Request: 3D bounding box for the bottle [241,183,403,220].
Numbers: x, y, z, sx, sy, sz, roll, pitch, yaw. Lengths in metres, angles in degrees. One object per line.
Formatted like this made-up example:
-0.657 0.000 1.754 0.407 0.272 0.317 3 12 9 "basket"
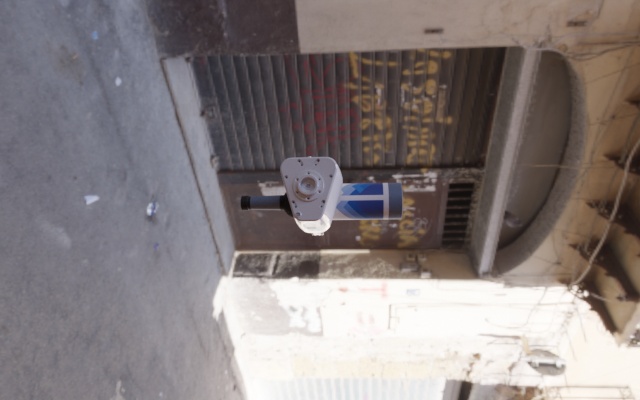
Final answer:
0.000 0.003 0.881 0.296 0.069 0.069 -1 0 5 "bottle"
